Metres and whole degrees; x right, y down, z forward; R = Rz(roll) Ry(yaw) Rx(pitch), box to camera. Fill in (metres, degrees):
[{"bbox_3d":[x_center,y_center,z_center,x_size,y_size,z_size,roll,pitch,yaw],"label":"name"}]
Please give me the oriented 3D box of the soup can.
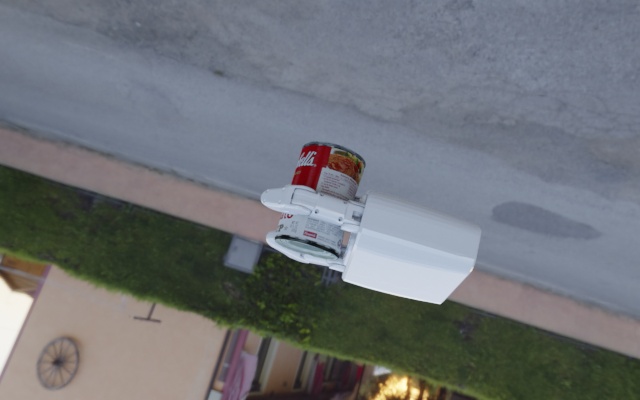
[{"bbox_3d":[0.000,0.002,0.478,0.068,0.102,0.068,15,-15,4],"label":"soup can"}]
